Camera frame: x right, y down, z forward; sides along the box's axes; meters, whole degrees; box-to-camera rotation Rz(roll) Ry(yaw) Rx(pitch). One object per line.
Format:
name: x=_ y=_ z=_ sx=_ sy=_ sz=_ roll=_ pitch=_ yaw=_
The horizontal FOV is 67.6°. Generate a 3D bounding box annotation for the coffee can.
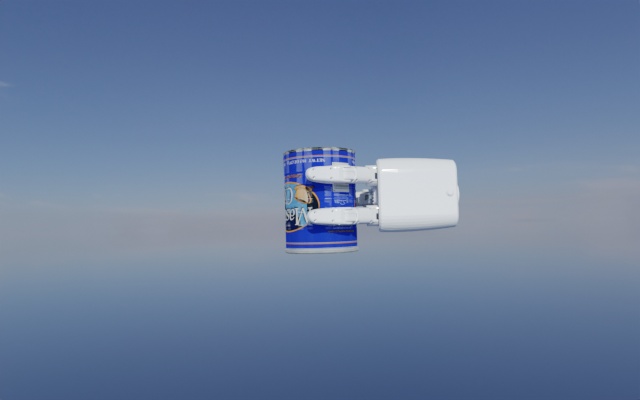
coffee can: x=0.000 y=0.002 z=0.674 sx=0.103 sy=0.140 sz=0.103 roll=-2 pitch=-3 yaw=0
